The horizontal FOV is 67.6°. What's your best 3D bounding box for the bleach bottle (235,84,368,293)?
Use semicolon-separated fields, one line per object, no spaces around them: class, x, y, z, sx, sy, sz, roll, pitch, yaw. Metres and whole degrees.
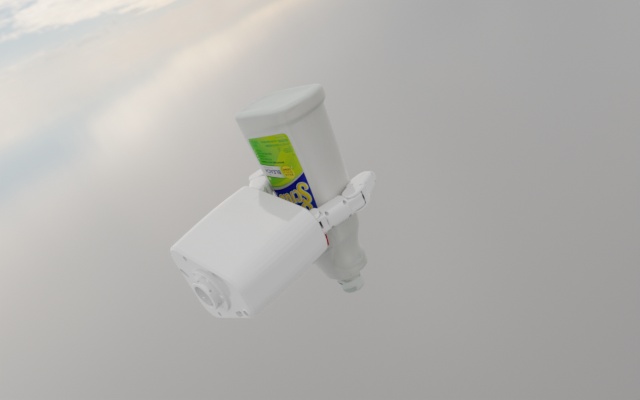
bleach bottle;0.000;0.002;0.535;0.102;0.251;0.068;3;36;45
